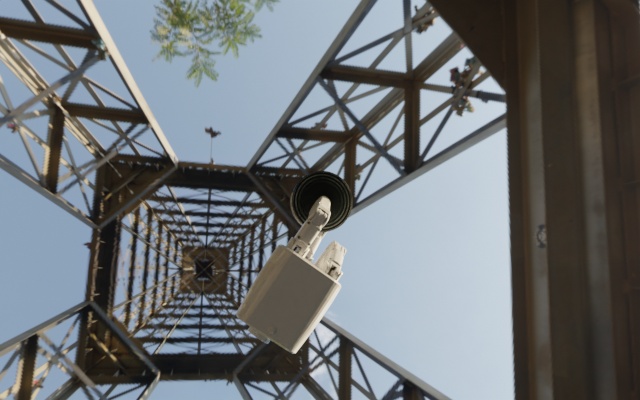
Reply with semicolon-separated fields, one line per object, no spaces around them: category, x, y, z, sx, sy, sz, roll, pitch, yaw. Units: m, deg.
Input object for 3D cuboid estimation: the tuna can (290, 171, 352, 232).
tuna can;0.000;0.002;0.680;0.086;0.086;0.034;0;-4;-11
